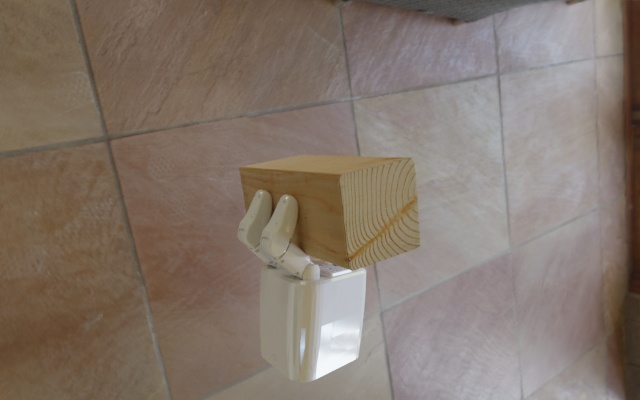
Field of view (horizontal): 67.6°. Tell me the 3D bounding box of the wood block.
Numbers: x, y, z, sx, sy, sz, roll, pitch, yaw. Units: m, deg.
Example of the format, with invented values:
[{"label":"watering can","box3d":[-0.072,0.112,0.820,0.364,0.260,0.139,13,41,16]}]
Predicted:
[{"label":"wood block","box3d":[0.000,0.002,0.518,0.091,0.090,0.206,-14,13,-32]}]
